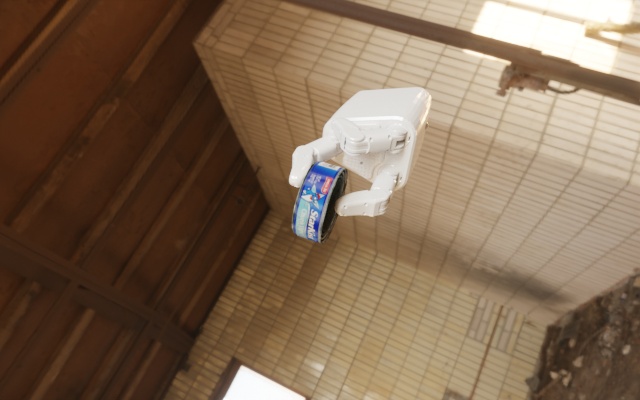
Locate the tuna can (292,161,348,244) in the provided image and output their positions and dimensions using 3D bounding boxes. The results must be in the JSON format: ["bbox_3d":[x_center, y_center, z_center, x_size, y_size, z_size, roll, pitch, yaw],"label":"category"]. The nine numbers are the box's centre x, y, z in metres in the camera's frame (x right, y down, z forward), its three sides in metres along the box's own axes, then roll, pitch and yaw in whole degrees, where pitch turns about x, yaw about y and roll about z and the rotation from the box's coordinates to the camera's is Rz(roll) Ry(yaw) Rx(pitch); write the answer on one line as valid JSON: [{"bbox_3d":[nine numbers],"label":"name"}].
[{"bbox_3d":[0.000,0.002,0.515,0.034,0.086,0.086,18,3,11],"label":"tuna can"}]
